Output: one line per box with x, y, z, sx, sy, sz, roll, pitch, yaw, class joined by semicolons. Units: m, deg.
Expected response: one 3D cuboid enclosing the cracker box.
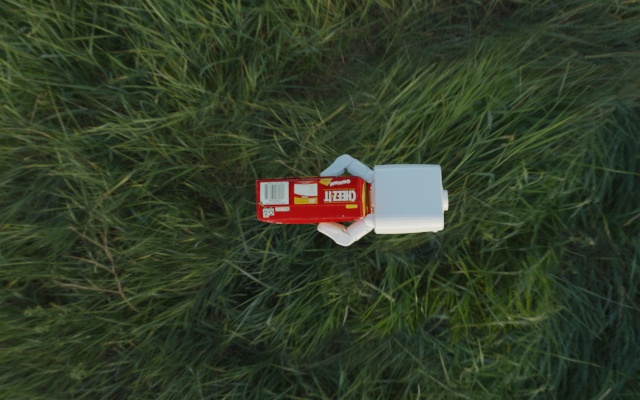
0.000;0.002;0.814;0.164;0.072;0.214;-2;-3;10;cracker box
